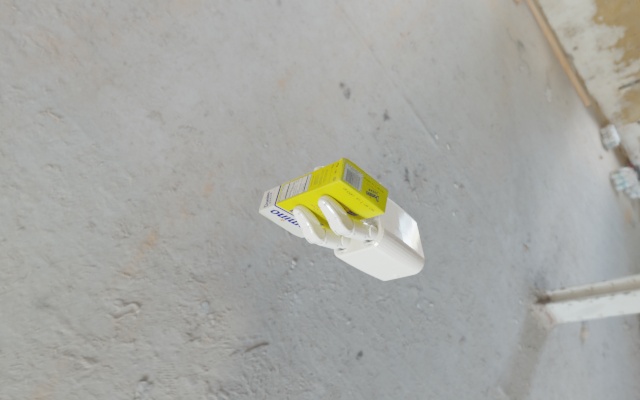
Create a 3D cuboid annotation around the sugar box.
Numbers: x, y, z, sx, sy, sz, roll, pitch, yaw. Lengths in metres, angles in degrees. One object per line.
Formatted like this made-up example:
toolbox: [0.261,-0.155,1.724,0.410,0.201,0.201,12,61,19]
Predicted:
sugar box: [0.000,0.003,0.692,0.093,0.048,0.176,35,-39,-30]
